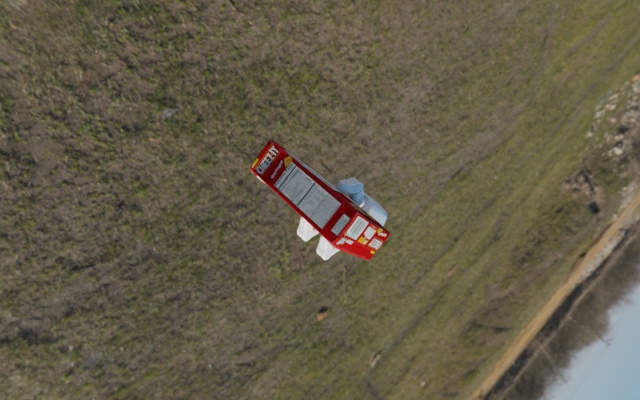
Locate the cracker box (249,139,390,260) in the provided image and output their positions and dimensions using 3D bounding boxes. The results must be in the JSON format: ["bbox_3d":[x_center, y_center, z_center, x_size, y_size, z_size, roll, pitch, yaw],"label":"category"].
[{"bbox_3d":[0.000,0.003,0.815,0.213,0.072,0.164,41,5,29],"label":"cracker box"}]
